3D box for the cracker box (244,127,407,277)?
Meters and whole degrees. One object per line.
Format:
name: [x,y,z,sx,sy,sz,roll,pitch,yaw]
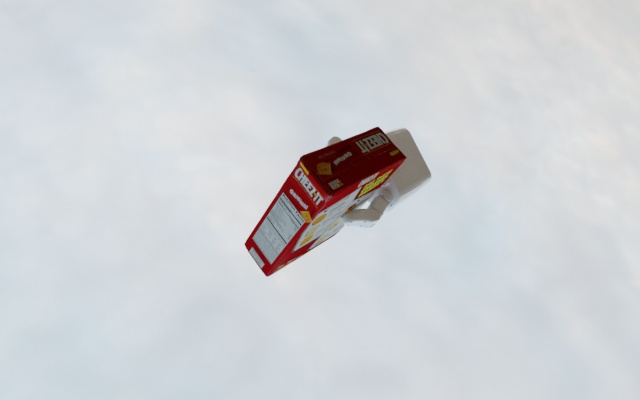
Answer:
cracker box: [0.000,0.002,0.682,0.164,0.072,0.214,-27,-17,-42]
